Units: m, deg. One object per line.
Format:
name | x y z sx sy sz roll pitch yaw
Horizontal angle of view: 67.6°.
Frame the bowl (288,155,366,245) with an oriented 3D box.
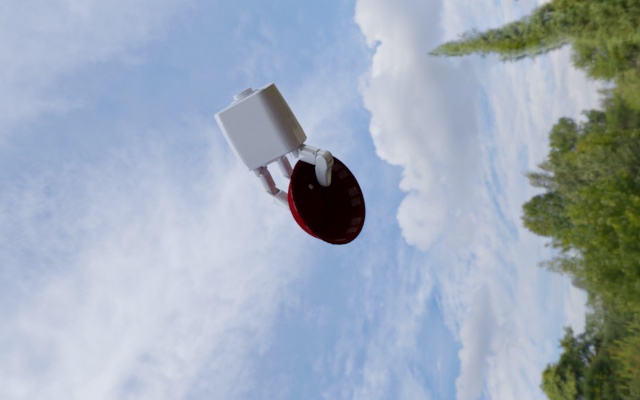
bowl | 0.000 0.004 0.796 0.162 0.162 0.055 0 -19 -42
